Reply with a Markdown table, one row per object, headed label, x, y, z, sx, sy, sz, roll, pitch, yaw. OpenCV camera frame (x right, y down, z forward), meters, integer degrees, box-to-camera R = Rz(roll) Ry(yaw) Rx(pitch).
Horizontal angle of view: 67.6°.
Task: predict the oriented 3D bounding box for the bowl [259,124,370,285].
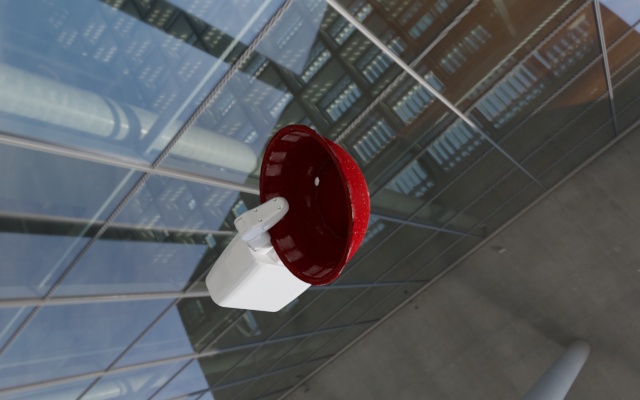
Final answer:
| label | x | y | z | sx | sy | sz | roll | pitch | yaw |
| --- | --- | --- | --- | --- | --- | --- | --- | --- | --- |
| bowl | 0.001 | 0.001 | 0.488 | 0.055 | 0.162 | 0.162 | -11 | 6 | -35 |
